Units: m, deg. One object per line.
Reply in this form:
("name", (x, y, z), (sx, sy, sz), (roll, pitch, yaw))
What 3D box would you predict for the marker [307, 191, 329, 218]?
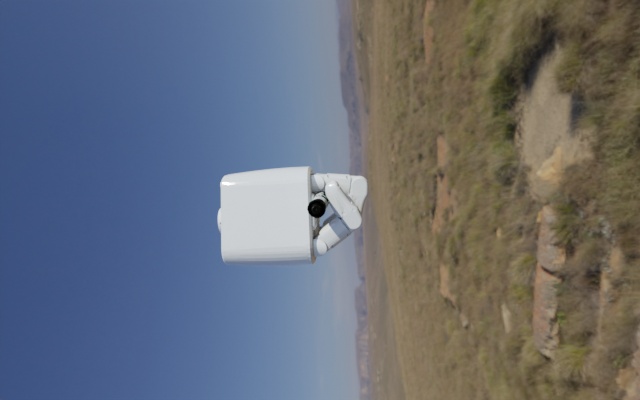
("marker", (0.000, 0.002, 0.532), (0.020, 0.020, 0.121), (0, 7, 4))
